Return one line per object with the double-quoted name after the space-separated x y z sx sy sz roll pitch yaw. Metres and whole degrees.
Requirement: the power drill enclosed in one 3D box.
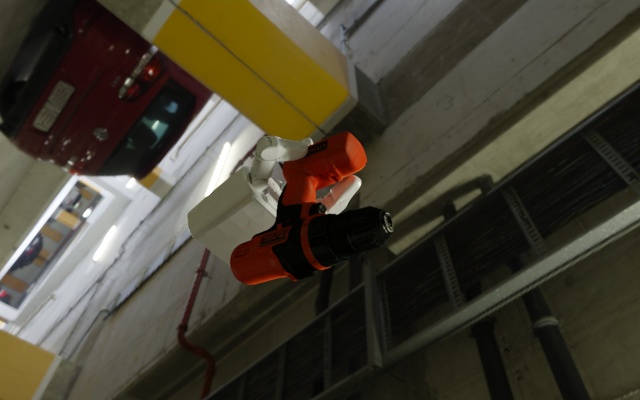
0.000 0.002 0.525 0.184 0.057 0.187 -18 32 27 "power drill"
